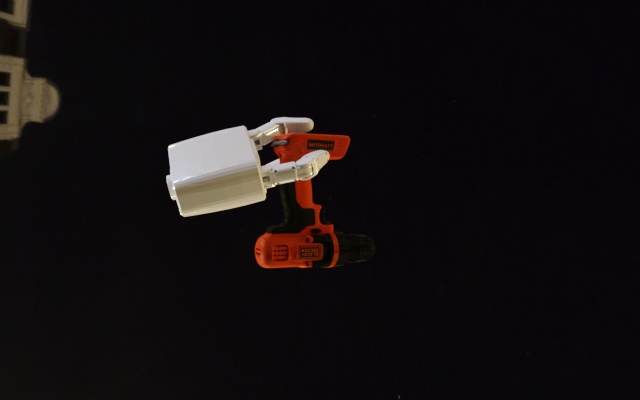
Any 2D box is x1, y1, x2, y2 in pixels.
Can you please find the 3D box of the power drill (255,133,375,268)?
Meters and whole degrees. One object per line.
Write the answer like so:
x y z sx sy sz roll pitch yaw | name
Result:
0.000 0.002 0.673 0.184 0.187 0.057 1 1 -29 | power drill
